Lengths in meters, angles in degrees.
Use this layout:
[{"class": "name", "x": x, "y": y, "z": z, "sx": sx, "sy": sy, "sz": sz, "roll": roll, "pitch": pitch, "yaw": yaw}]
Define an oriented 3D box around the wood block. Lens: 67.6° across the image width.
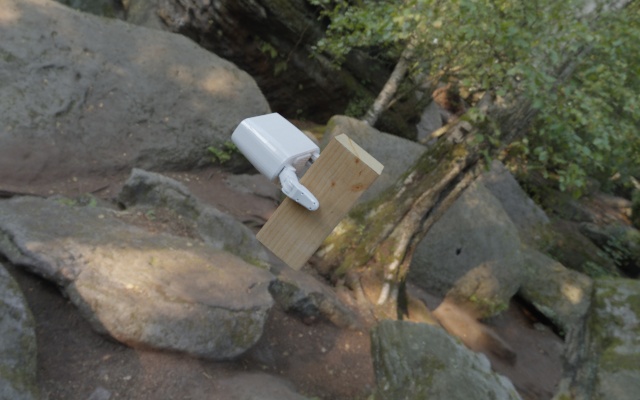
[{"class": "wood block", "x": 0.000, "y": 0.002, "z": 0.771, "sx": 0.090, "sy": 0.206, "sz": 0.091, "roll": 40, "pitch": 17, "yaw": 2}]
